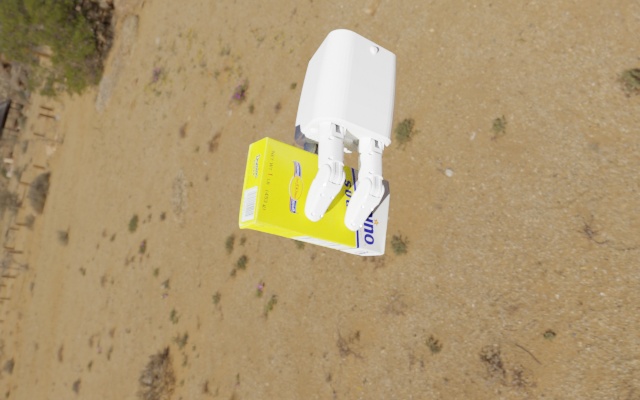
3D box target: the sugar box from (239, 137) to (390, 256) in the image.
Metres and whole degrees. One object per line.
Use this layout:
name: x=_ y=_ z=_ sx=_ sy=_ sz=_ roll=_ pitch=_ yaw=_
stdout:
sugar box: x=0.000 y=0.002 z=0.533 sx=0.176 sy=0.093 sz=0.048 roll=15 pitch=-16 yaw=-32
